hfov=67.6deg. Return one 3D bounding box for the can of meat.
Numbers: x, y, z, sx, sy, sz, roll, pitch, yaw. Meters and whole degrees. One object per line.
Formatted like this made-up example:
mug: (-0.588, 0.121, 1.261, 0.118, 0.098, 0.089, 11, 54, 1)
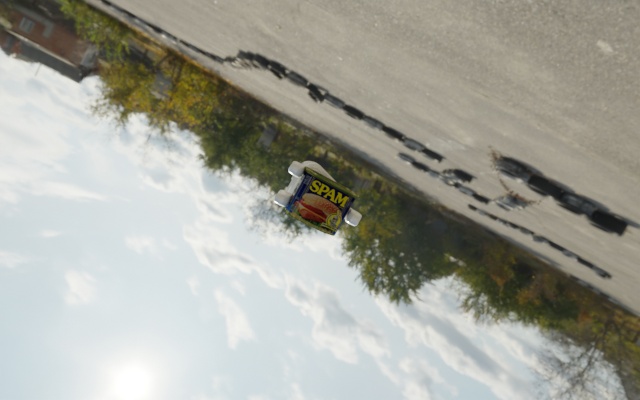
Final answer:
can of meat: (0.000, 0.003, 0.814, 0.102, 0.084, 0.057, 27, 6, -15)
